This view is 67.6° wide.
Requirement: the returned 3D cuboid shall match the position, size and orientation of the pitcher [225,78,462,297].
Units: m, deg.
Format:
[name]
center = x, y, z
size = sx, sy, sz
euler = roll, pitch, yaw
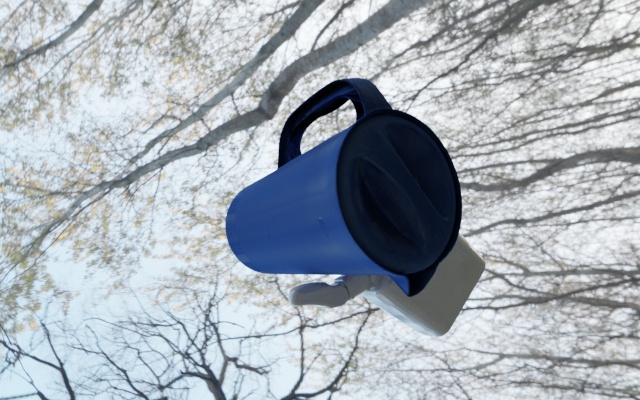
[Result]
[pitcher]
center = 0.000, 0.002, 0.464
size = 0.145, 0.149, 0.243
euler = 36, -28, -24
